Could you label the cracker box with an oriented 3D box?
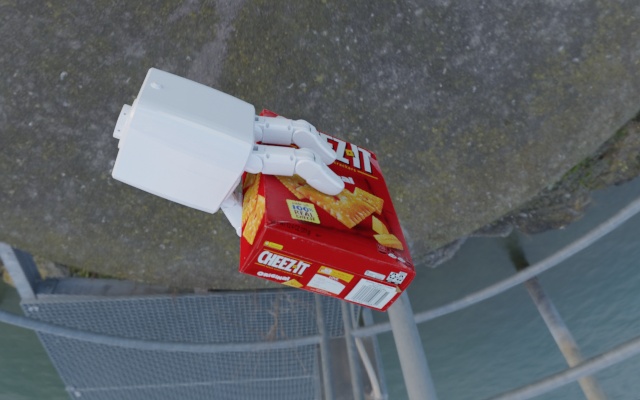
[{"bbox_3d":[0.000,0.002,0.524,0.164,0.072,0.213,20,34,-22],"label":"cracker box"}]
